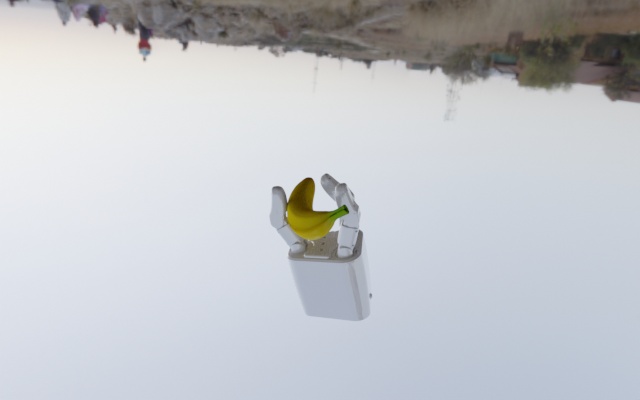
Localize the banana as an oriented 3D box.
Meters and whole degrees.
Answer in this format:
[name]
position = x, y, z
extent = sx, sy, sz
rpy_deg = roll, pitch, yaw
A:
[banana]
position = -0.015, 0.013, 0.649
extent = 0.069, 0.037, 0.197
rpy_deg = -31, 20, -6
